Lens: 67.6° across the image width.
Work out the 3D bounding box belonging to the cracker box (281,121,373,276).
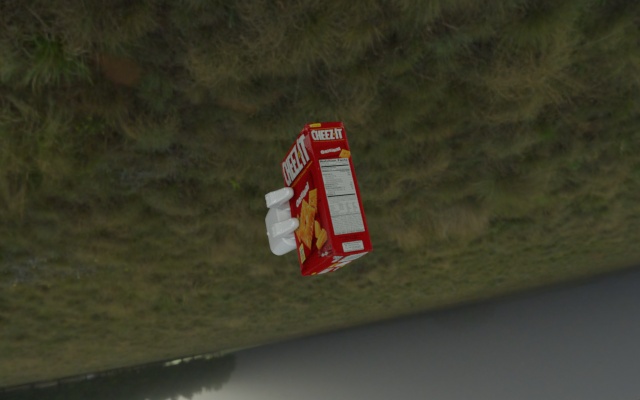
[{"bbox_3d":[0.000,0.003,0.784,0.072,0.213,0.164,-6,-16,-22],"label":"cracker box"}]
